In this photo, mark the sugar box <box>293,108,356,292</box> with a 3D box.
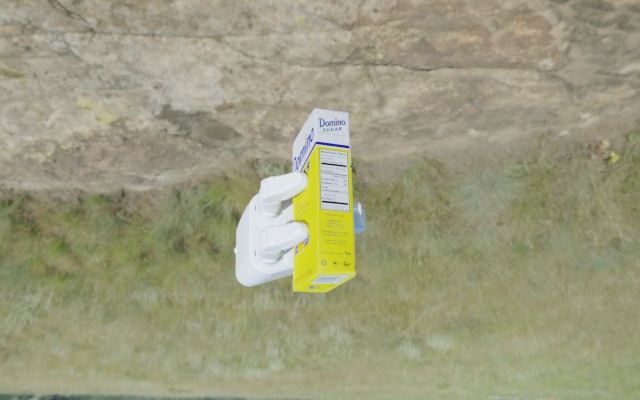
[{"bbox_3d":[0.000,0.002,0.507,0.048,0.176,0.093,3,-21,-19],"label":"sugar box"}]
